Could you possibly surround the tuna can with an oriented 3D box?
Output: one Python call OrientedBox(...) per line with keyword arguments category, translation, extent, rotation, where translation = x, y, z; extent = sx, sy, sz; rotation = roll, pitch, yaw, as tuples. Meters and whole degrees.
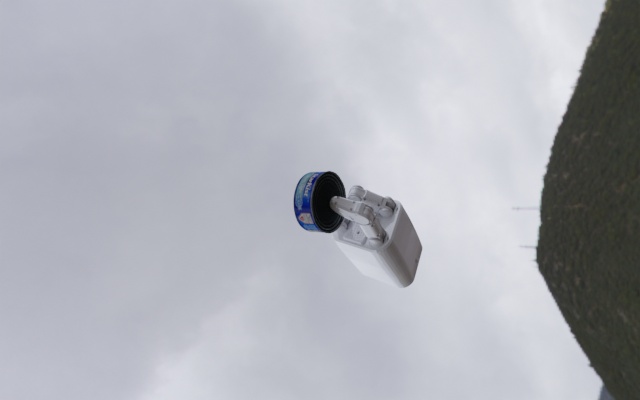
OrientedBox(category="tuna can", translation=(0.000, 0.002, 0.664), extent=(0.034, 0.086, 0.086), rotation=(1, 0, 35))
